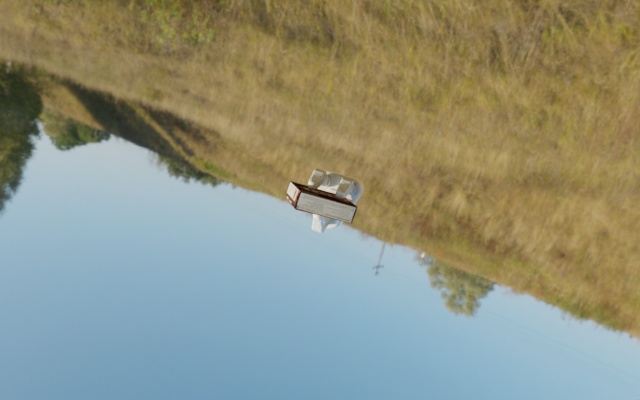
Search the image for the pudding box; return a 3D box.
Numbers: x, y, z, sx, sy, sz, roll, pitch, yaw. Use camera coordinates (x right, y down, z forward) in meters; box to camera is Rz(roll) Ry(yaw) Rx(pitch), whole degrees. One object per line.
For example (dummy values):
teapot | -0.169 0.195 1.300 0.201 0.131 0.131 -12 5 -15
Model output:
pudding box | 0.000 0.003 0.869 0.113 0.039 0.090 13 8 -17
